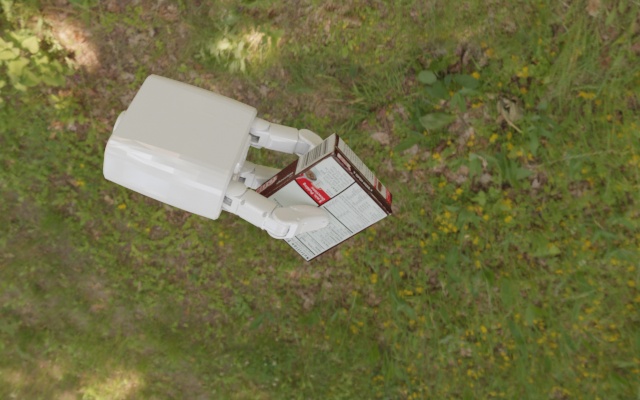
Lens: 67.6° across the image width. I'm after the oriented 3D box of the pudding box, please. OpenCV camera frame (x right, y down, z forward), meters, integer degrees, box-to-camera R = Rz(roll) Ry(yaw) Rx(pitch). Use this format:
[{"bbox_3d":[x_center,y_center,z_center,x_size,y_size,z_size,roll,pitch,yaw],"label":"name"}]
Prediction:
[{"bbox_3d":[0.000,0.002,0.470,0.113,0.090,0.039,-32,27,29],"label":"pudding box"}]
